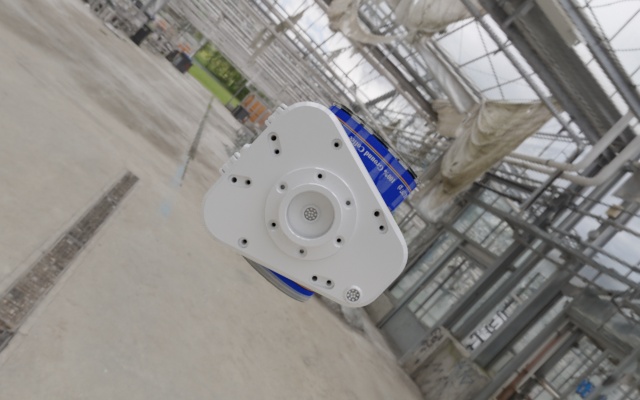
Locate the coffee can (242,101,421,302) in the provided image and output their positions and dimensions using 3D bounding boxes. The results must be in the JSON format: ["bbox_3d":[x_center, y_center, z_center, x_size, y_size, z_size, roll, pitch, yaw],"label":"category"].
[{"bbox_3d":[0.000,0.001,0.412,0.103,0.140,0.103,44,3,-3],"label":"coffee can"}]
